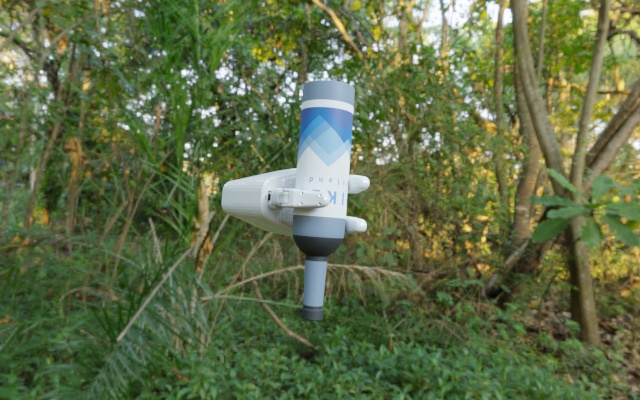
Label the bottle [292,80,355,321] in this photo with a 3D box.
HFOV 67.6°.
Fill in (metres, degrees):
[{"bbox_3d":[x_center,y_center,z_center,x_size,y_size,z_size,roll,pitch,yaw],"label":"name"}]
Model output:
[{"bbox_3d":[0.000,0.002,0.606,0.069,0.295,0.069,4,-2,0],"label":"bottle"}]
